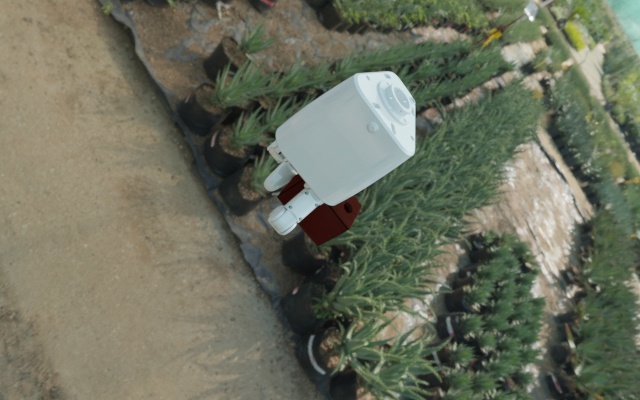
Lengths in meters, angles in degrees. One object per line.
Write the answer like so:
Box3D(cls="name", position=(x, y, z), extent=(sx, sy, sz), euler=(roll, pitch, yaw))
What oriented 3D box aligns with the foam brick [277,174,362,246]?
Box3D(cls="foam brick", position=(0.000, 0.002, 0.546), extent=(0.051, 0.078, 0.053), euler=(-30, 15, 34))
